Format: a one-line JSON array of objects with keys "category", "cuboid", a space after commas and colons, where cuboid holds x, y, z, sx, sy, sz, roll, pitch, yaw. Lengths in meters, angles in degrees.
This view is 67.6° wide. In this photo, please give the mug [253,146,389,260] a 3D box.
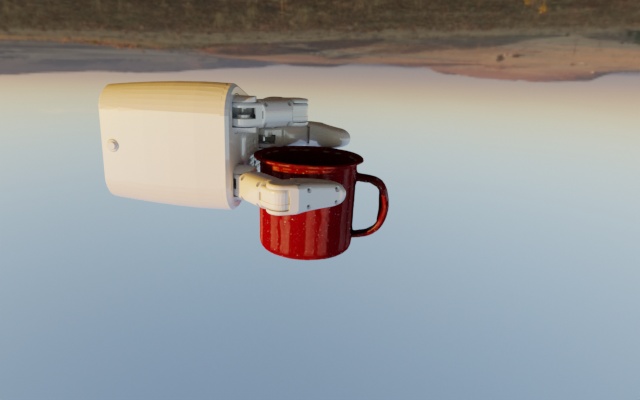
[{"category": "mug", "cuboid": [0.001, 0.002, 0.412, 0.117, 0.081, 0.093, 5, 16, 9]}]
